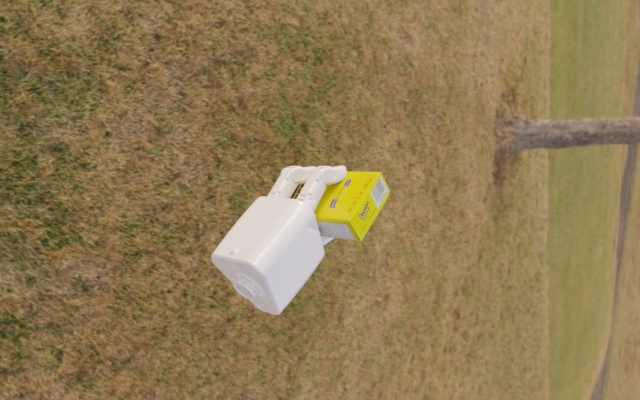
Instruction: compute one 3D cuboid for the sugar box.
[{"bbox_3d":[0.000,0.002,0.669,0.176,0.048,0.093,5,48,40],"label":"sugar box"}]
